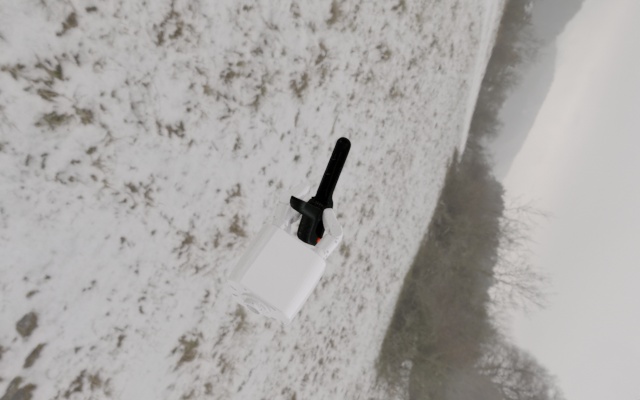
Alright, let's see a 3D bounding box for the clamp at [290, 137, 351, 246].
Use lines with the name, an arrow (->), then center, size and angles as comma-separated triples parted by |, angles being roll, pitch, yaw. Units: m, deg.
clamp -> 0.001, 0.003, 0.802 | 0.036, 0.164, 0.210 | 27, -31, 15
